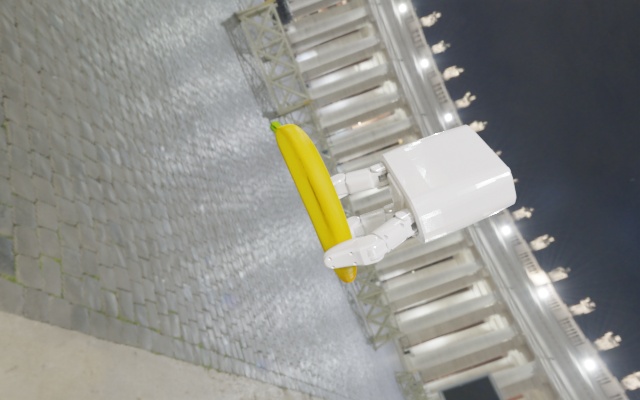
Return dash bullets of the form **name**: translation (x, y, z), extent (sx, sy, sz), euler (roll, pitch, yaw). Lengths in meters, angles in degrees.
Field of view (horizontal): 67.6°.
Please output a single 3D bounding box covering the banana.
- **banana**: translation (-0.001, -0.001, 0.503), extent (0.037, 0.198, 0.069), euler (-24, 1, -2)
